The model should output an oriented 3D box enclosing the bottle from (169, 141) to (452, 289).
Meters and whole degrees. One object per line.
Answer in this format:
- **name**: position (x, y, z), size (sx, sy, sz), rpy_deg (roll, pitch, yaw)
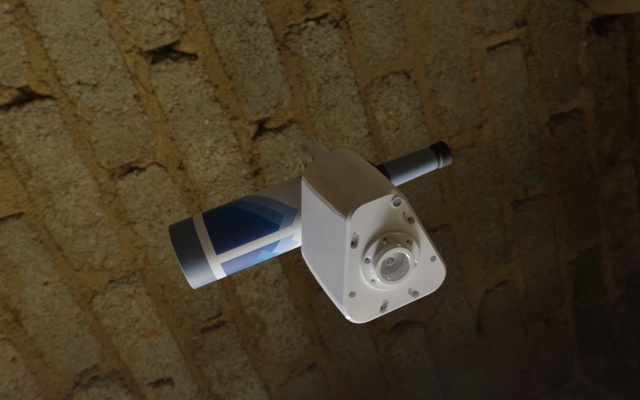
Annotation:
- **bottle**: position (0.000, 0.002, 0.489), size (0.295, 0.069, 0.069), rpy_deg (-22, 4, -10)
